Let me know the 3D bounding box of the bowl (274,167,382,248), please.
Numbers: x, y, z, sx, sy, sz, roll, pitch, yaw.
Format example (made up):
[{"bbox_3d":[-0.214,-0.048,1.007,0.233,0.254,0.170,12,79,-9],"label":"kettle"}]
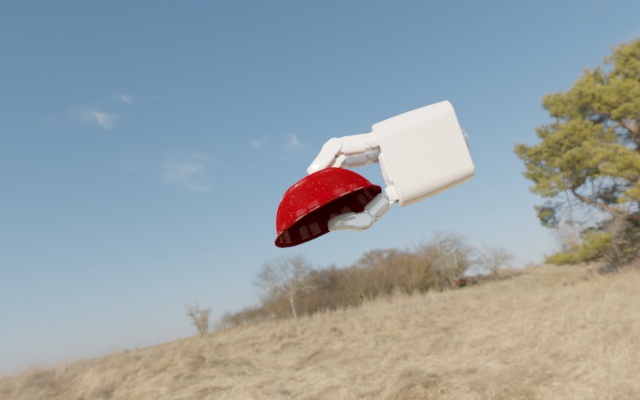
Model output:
[{"bbox_3d":[-0.001,0.002,0.644,0.162,0.055,0.162,-27,-15,-8],"label":"bowl"}]
